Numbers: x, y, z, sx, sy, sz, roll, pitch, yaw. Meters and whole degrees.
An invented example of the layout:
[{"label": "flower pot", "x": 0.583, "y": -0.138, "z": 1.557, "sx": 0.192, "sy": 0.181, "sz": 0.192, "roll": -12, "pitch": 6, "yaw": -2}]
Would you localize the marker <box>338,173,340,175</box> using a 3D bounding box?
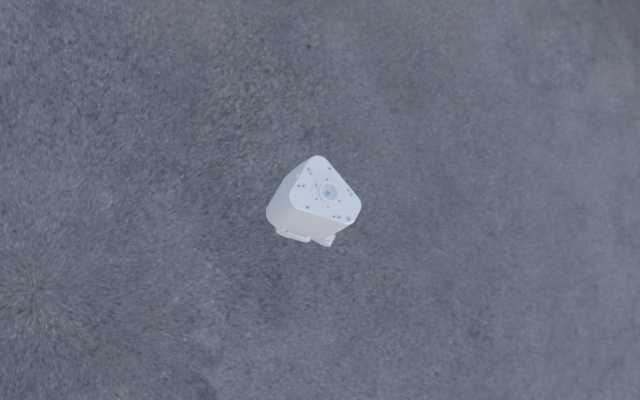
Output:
[{"label": "marker", "x": 0.000, "y": 0.003, "z": 0.804, "sx": 0.020, "sy": 0.121, "sz": 0.020, "roll": 23, "pitch": -25, "yaw": 11}]
